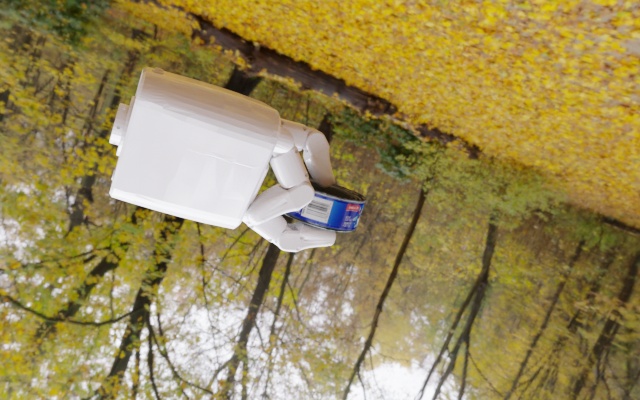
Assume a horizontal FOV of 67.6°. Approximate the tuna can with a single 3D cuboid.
[{"bbox_3d":[0.000,0.002,0.477,0.086,0.034,0.086,16,10,-3],"label":"tuna can"}]
